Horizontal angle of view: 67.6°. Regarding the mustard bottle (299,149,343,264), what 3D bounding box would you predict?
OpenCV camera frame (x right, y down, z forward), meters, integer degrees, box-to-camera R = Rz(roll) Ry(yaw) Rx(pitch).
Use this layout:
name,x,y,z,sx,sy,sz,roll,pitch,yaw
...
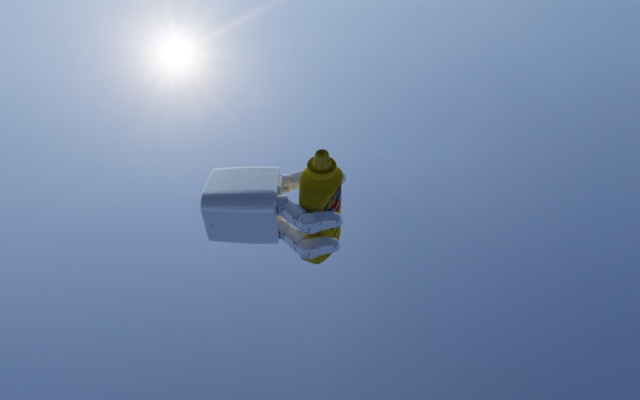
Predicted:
name,x,y,z,sx,sy,sz,roll,pitch,yaw
mustard bottle,0.000,0.003,0.704,0.058,0.192,0.096,19,49,16
